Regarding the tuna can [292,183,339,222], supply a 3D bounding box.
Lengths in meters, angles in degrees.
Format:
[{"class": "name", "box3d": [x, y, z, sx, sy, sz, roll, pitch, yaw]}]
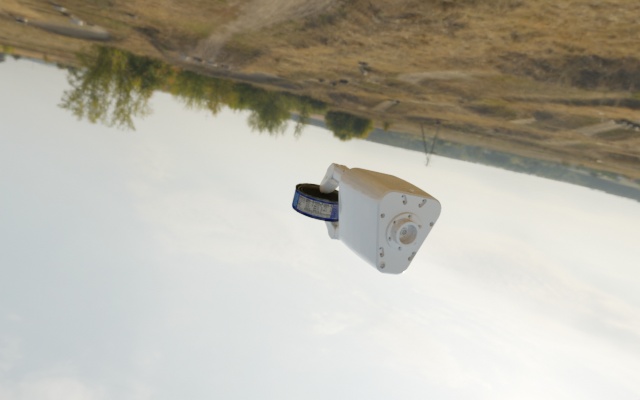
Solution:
[{"class": "tuna can", "box3d": [0.000, 0.003, 0.726, 0.086, 0.034, 0.086, 13, 15, -3]}]
